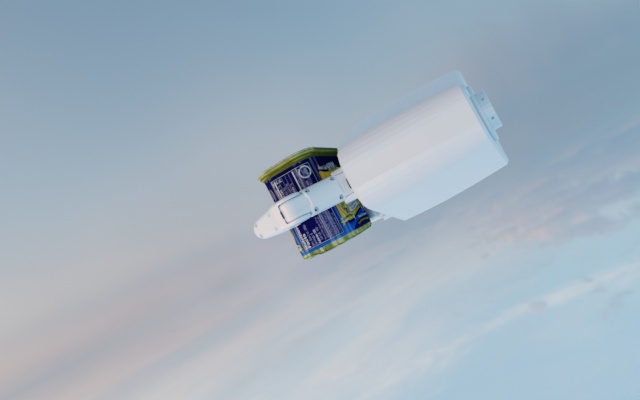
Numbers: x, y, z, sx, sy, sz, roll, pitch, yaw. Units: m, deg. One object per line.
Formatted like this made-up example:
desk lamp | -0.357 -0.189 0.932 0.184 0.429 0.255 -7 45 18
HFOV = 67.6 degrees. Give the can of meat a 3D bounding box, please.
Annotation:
can of meat | 0.000 0.002 0.436 0.057 0.084 0.102 -29 -4 19
